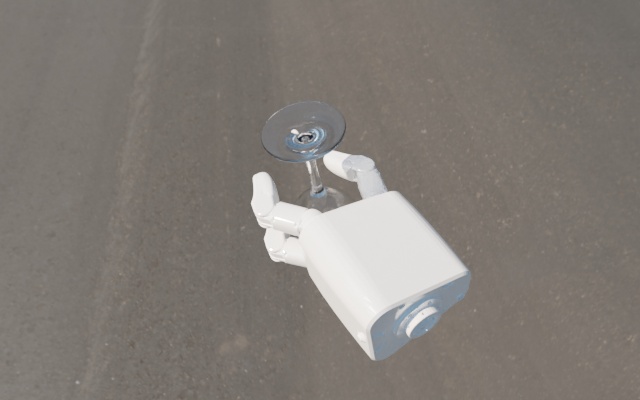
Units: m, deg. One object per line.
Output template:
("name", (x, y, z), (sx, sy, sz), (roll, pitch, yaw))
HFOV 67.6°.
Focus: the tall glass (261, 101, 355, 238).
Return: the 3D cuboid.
("tall glass", (0.000, 0.001, 0.485), (0.079, 0.079, 0.201), (0, -38, 11))
